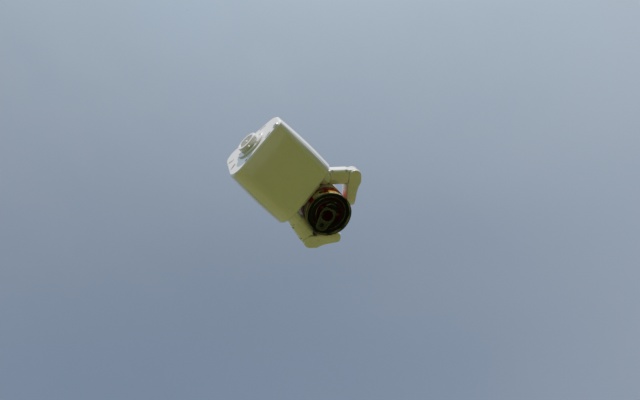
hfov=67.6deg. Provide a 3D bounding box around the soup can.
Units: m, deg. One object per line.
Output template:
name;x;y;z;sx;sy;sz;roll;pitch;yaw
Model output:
soup can;0.000;0.003;0.740;0.068;0.068;0.102;0;21;-16
